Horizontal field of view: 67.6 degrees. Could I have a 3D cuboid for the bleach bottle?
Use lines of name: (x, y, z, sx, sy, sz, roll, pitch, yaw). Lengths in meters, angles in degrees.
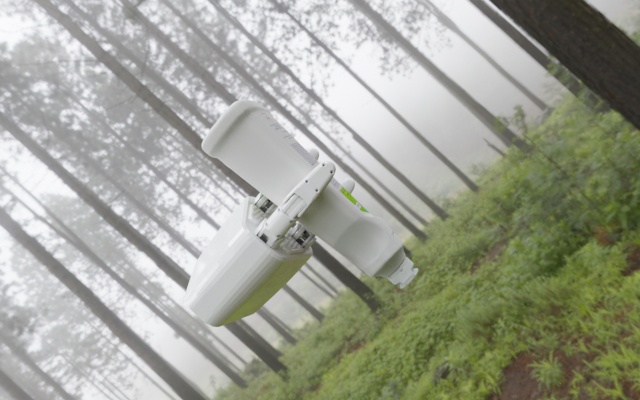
bleach bottle: (0.000, 0.002, 0.501, 0.251, 0.068, 0.102, 42, 13, 0)
